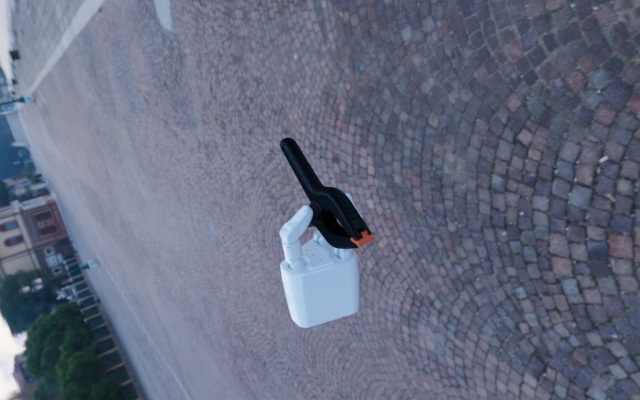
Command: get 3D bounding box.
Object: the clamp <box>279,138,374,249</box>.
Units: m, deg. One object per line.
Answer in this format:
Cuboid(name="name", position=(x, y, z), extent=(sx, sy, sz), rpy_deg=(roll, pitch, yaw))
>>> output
Cuboid(name="clamp", position=(0.000, 0.003, 0.706), extent=(0.036, 0.165, 0.210), rpy_deg=(-23, 31, -28))
